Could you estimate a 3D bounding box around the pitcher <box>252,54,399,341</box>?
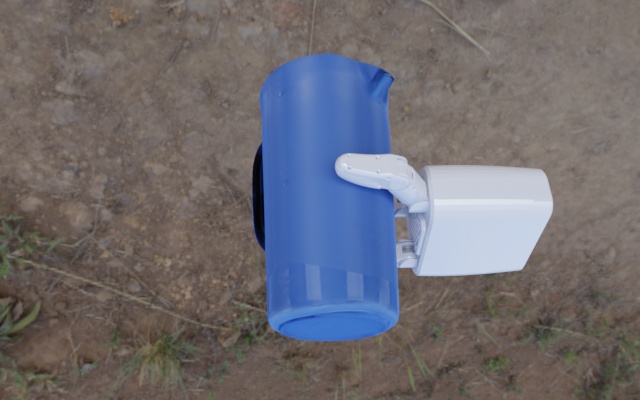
[{"bbox_3d":[0.000,0.001,0.449,0.145,0.242,0.149,0,-28,-2],"label":"pitcher"}]
